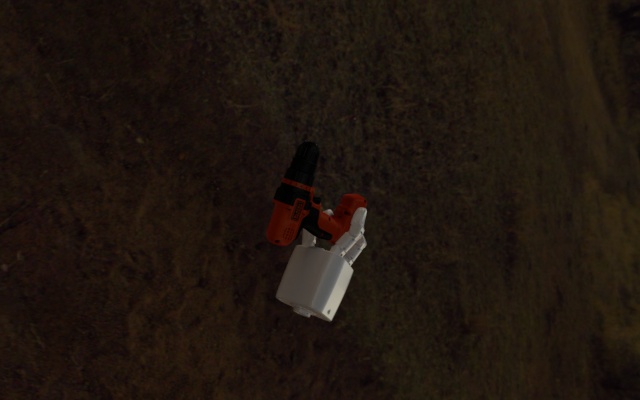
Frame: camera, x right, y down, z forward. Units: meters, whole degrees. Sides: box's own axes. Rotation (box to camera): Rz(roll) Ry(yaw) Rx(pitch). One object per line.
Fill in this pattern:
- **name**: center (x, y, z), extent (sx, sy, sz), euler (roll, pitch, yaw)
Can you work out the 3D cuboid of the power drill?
- **power drill**: center (0.000, 0.003, 0.854), extent (0.188, 0.184, 0.057), euler (20, 2, -43)
